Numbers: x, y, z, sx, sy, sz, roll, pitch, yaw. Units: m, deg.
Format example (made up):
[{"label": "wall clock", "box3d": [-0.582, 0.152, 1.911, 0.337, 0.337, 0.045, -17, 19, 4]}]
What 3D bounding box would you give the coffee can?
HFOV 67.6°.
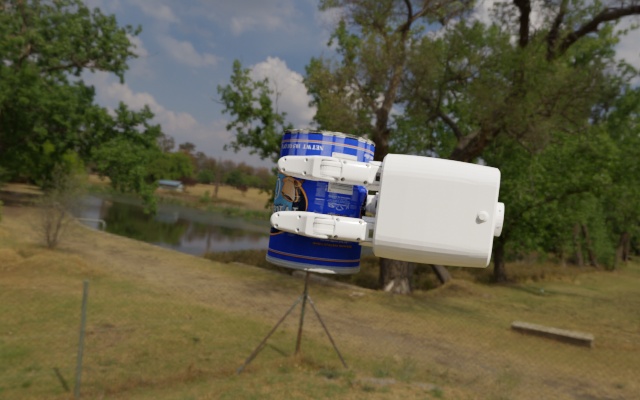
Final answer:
[{"label": "coffee can", "box3d": [0.000, 0.002, 0.520, 0.103, 0.140, 0.103, 7, -1, 0]}]
